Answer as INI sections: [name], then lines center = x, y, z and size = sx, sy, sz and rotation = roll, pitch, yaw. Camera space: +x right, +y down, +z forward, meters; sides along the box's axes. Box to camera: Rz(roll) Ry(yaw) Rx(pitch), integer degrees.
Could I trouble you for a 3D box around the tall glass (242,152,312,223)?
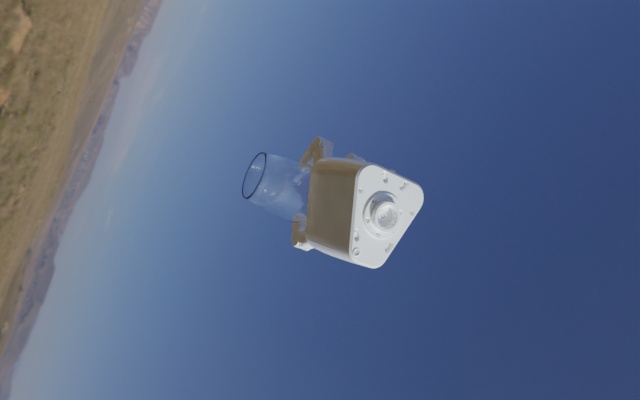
[tall glass]
center = 0.001, 0.002, 0.631
size = 0.201, 0.079, 0.079
rotation = 22, -10, -26
